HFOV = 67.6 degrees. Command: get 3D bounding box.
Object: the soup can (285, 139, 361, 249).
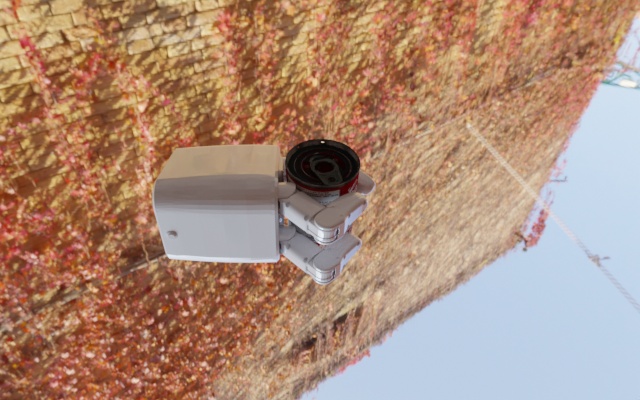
[{"bbox_3d":[0.001,0.002,0.463,0.068,0.102,0.068,2,43,-2],"label":"soup can"}]
